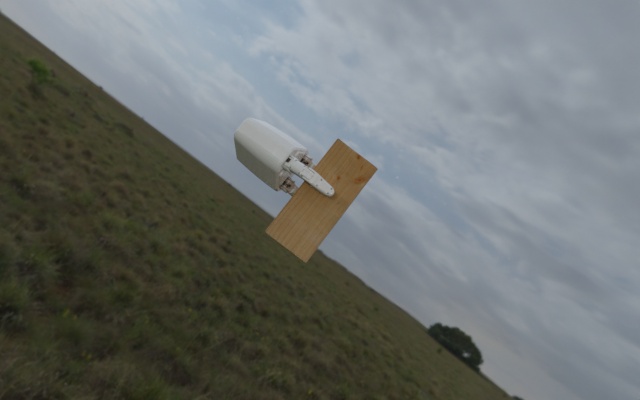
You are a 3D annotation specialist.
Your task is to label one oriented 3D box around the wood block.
[{"bbox_3d":[0.000,0.002,0.859,0.090,0.206,0.091,37,-5,0],"label":"wood block"}]
